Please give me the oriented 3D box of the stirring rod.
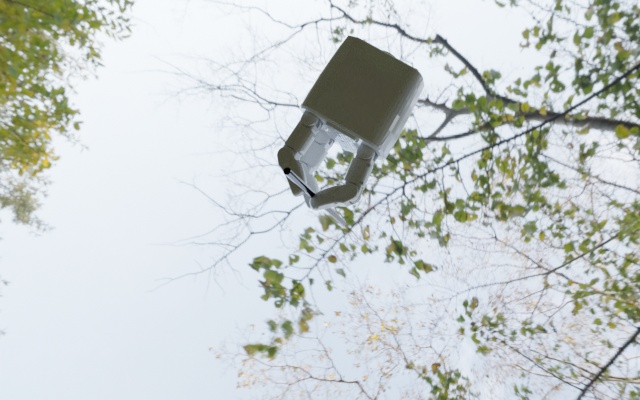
[{"bbox_3d":[0.000,0.002,0.588,0.011,0.011,0.239,0,-15,17],"label":"stirring rod"}]
